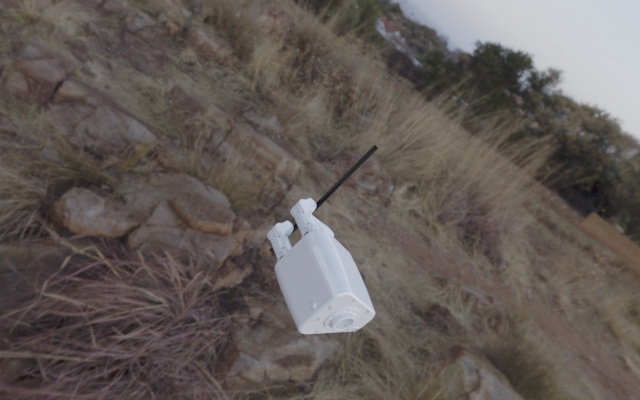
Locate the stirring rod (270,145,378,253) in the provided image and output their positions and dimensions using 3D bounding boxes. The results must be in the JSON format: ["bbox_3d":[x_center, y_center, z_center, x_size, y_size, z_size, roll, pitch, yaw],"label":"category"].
[{"bbox_3d":[0.000,0.003,0.725,0.239,0.011,0.011,-45,-20,22],"label":"stirring rod"}]
